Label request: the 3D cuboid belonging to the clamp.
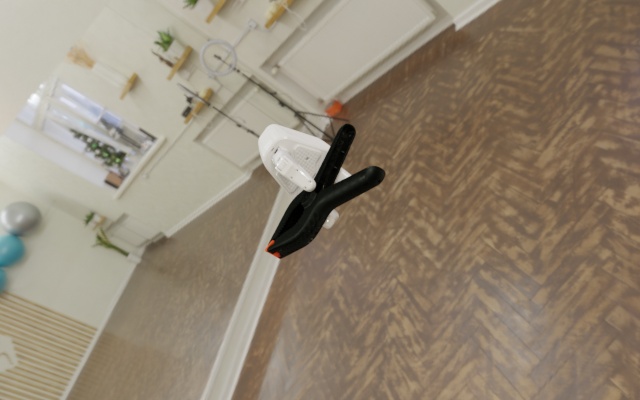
[{"bbox_3d":[-0.001,0.002,0.635,0.036,0.210,0.164,33,11,-24],"label":"clamp"}]
